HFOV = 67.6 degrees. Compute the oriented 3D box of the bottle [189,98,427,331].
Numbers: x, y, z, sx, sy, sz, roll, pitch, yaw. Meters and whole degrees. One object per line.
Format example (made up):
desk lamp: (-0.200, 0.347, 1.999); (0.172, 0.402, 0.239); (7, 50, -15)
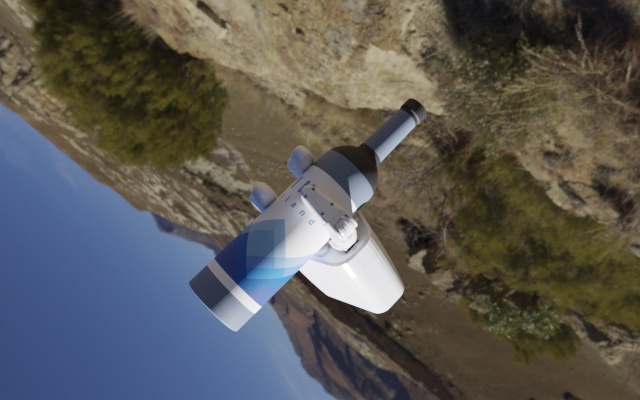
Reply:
bottle: (0.000, 0.002, 0.486); (0.295, 0.069, 0.069); (-44, 10, -10)
